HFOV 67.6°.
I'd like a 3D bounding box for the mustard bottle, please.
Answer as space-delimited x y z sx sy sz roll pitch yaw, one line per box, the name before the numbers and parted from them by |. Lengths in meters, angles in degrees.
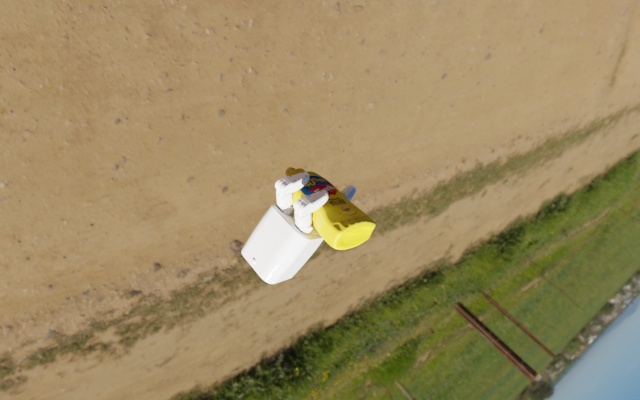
mustard bottle | 0.000 0.003 0.825 0.096 0.058 0.191 -12 44 -42
